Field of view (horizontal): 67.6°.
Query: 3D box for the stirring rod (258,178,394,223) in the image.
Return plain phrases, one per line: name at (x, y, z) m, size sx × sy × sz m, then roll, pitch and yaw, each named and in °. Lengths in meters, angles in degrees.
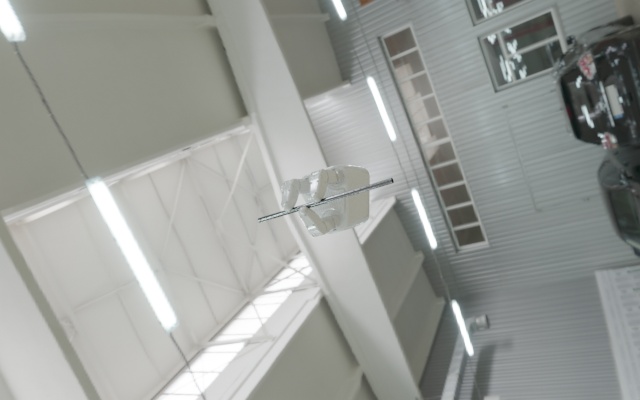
stirring rod at (0.000, 0.002, 0.728) m, size 0.239 × 0.011 × 0.011 m, roll -17°, pitch -8°, yaw 29°
